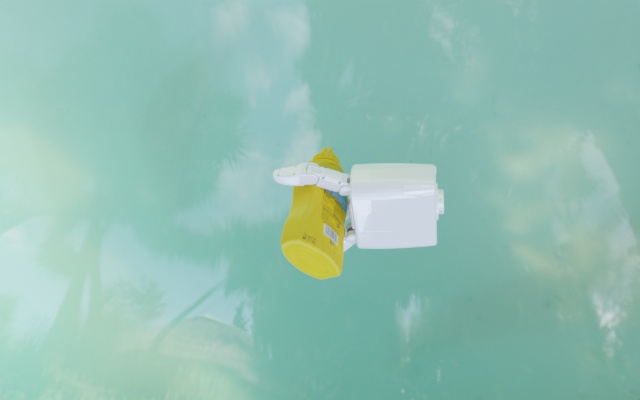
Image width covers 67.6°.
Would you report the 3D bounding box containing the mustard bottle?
[{"bbox_3d":[0.000,0.002,0.648,0.058,0.191,0.096,-19,-45,32],"label":"mustard bottle"}]
